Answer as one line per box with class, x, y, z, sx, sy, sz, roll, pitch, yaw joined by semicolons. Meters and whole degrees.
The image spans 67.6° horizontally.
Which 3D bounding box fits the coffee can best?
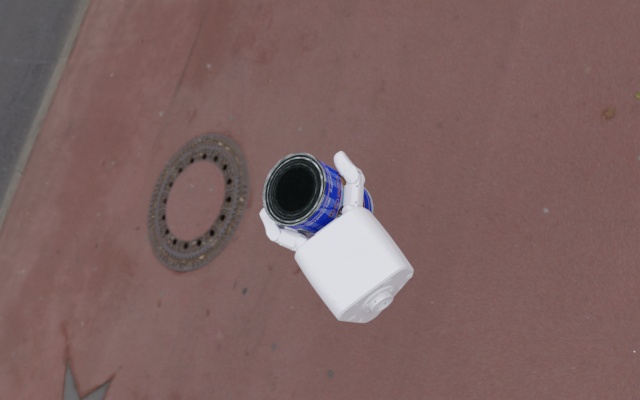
coffee can;0.000;0.002;0.688;0.103;0.102;0.140;0;-15;33
